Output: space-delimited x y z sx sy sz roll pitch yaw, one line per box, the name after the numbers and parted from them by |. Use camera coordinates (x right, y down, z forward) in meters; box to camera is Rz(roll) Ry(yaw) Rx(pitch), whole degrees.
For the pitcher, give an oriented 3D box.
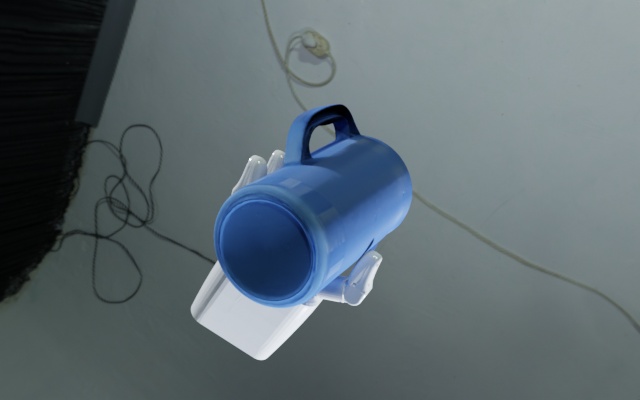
0.000 0.002 0.488 0.149 0.145 0.242 41 26 9 | pitcher
